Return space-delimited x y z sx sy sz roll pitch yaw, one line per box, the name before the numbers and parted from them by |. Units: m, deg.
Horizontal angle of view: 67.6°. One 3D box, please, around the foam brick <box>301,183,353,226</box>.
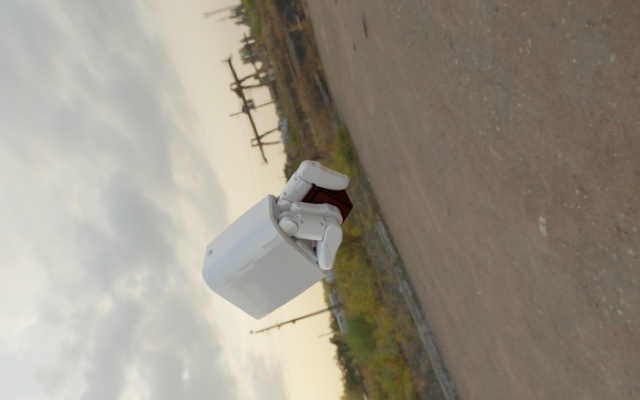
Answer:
foam brick | 0.000 0.002 0.599 0.053 0.051 0.078 26 17 -17
